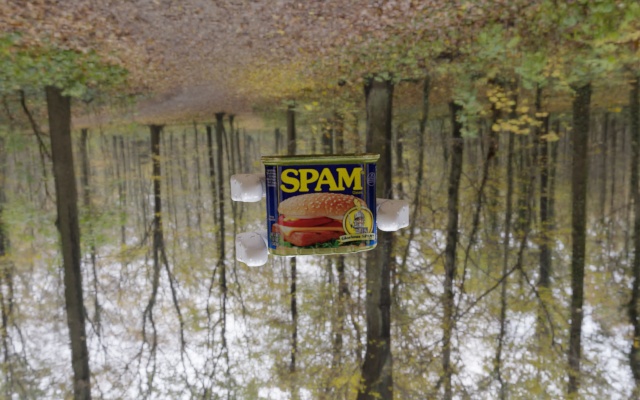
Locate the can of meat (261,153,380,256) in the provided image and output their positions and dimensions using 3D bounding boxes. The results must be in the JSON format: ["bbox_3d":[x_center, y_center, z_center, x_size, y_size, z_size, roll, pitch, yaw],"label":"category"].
[{"bbox_3d":[0.000,0.002,0.422,0.102,0.084,0.057,-2,8,-6],"label":"can of meat"}]
